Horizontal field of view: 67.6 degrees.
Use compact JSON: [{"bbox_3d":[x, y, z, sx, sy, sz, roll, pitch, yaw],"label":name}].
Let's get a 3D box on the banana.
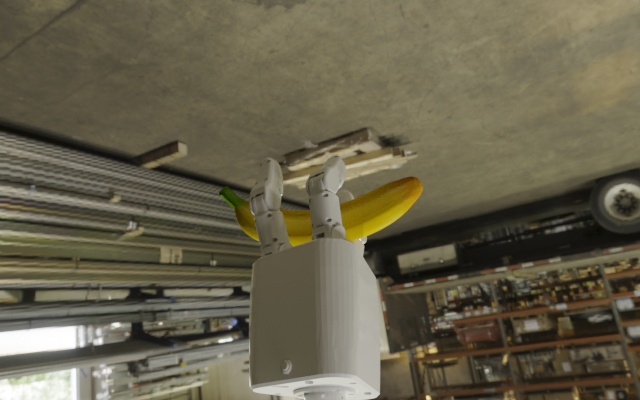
[{"bbox_3d":[0.000,0.015,0.463,0.198,0.070,0.037,-4,42,13],"label":"banana"}]
